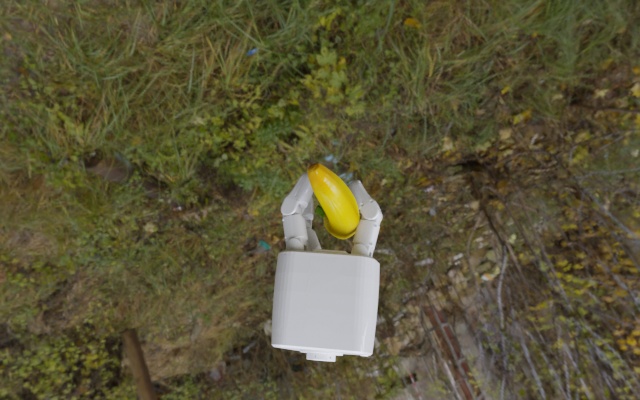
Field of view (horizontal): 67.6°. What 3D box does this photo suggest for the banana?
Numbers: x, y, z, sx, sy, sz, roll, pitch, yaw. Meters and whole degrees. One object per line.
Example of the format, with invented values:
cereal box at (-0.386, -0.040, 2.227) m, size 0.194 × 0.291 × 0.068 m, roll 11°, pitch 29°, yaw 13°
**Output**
banana at (0.016, 0.012, 0.566) m, size 0.069 × 0.037 × 0.198 m, roll 30°, pitch -13°, yaw 8°
